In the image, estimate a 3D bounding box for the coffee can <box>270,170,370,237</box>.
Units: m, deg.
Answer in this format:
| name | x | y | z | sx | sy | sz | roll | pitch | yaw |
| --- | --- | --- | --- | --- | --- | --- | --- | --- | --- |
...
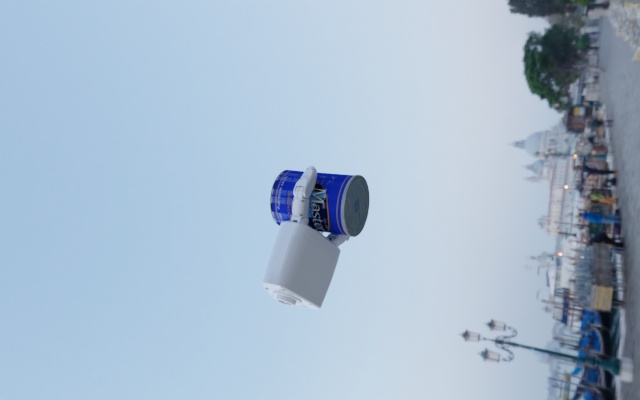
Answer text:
| name | x | y | z | sx | sy | sz | roll | pitch | yaw |
| --- | --- | --- | --- | --- | --- | --- | --- | --- | --- |
| coffee can | 0.000 | 0.002 | 0.817 | 0.140 | 0.103 | 0.103 | 6 | 3 | 28 |
